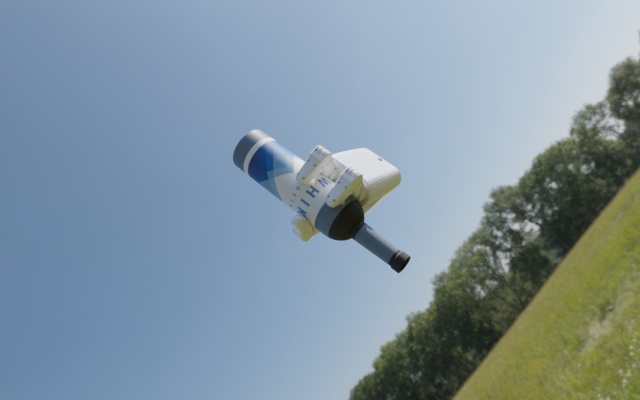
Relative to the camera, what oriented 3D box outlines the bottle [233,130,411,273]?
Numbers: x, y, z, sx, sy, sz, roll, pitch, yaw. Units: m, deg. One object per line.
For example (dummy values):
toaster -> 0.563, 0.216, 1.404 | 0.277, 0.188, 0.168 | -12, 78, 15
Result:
bottle -> 0.000, 0.002, 0.674 | 0.295, 0.069, 0.069 | 37, 16, 22
